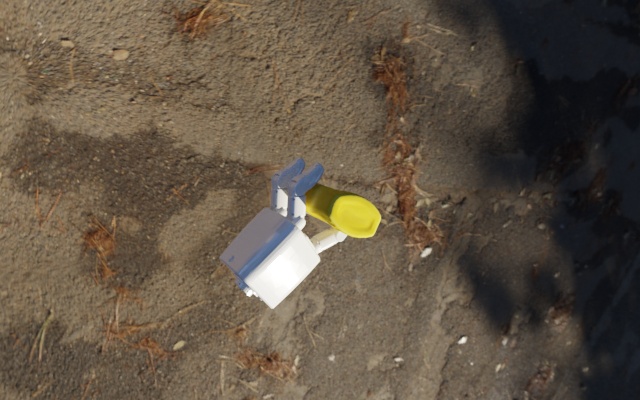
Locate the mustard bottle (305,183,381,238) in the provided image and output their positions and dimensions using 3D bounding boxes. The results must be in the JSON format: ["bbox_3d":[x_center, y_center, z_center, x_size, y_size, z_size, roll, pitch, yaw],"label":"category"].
[{"bbox_3d":[0.000,0.002,0.736,0.096,0.058,0.191,24,-1,-35],"label":"mustard bottle"}]
